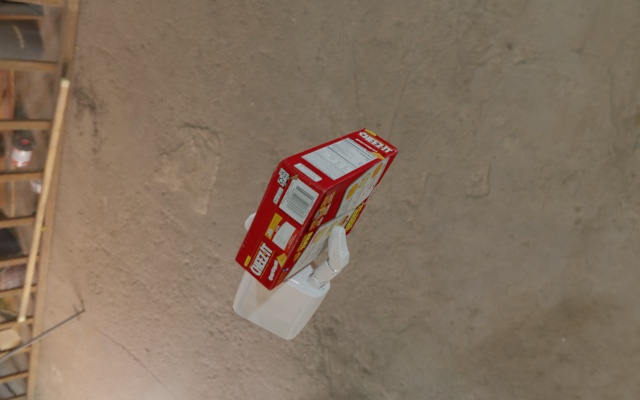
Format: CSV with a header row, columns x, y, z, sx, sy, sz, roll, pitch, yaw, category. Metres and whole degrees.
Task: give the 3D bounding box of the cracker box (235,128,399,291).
x,y,z,sx,sy,sz,roll,pitch,yaw,category
0.000,0.002,0.631,0.072,0.164,0.213,38,32,15,cracker box
